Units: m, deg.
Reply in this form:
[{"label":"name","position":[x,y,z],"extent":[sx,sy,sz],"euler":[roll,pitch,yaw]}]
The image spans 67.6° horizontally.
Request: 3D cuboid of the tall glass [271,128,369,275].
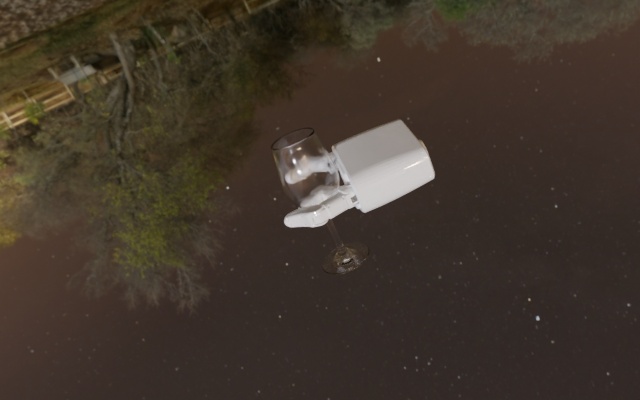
[{"label":"tall glass","position":[0.000,0.003,0.662],"extent":[0.079,0.201,0.079],"euler":[-20,24,10]}]
